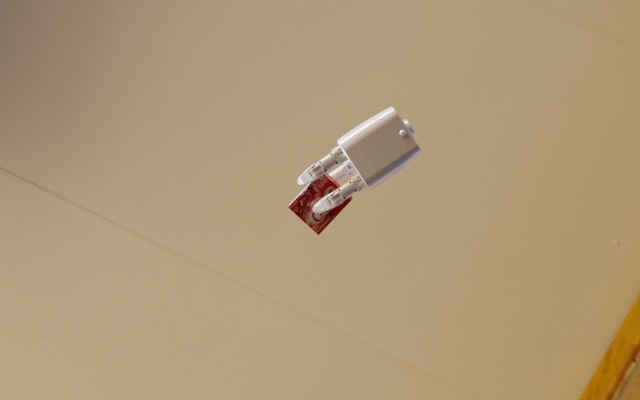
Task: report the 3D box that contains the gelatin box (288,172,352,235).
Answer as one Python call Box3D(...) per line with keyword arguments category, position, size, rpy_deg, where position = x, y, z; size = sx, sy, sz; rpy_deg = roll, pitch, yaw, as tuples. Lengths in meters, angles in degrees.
Box3D(category="gelatin box", position=(0.000, 0.003, 0.827), size=(0.073, 0.089, 0.030), rpy_deg=(42, 13, -5))
